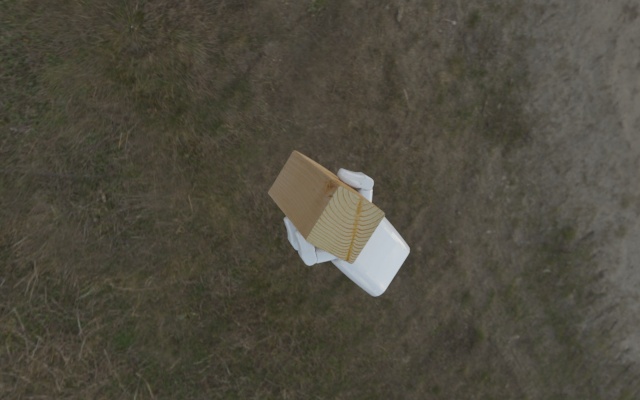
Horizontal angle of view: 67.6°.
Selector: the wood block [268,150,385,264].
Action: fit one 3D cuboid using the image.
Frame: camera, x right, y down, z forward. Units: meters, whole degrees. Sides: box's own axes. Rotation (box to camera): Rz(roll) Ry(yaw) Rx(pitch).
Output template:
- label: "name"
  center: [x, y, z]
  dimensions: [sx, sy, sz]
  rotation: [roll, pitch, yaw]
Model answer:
- label: "wood block"
  center: [0.001, 0.002, 0.745]
  dimensions: [0.090, 0.091, 0.206]
  rotation: [30, 6, -28]
